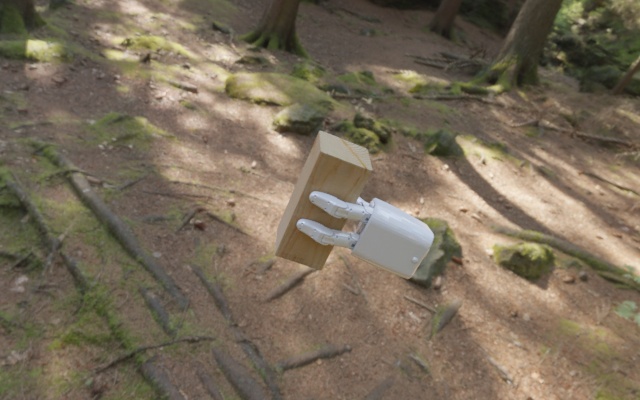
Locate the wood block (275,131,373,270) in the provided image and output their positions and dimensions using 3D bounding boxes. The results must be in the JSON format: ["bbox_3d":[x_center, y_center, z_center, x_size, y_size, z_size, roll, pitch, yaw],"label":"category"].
[{"bbox_3d":[0.001,0.003,0.805,0.090,0.206,0.090,20,27,-11],"label":"wood block"}]
